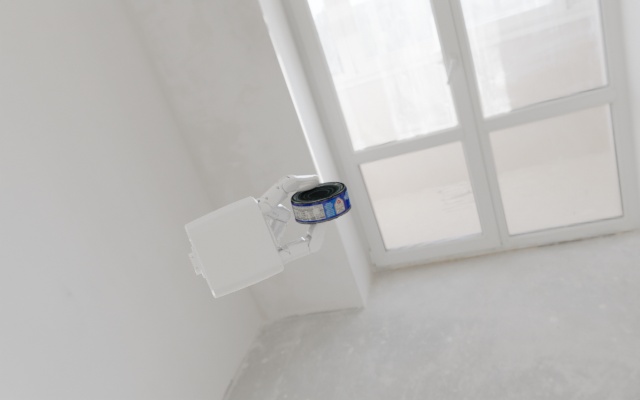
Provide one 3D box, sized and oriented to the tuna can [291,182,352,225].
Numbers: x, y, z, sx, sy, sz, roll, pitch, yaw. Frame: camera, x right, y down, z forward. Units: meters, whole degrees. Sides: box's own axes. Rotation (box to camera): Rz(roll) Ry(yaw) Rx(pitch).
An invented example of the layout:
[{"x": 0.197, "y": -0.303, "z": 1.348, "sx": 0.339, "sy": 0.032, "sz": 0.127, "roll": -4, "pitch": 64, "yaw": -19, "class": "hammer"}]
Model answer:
[{"x": 0.000, "y": 0.002, "z": 0.698, "sx": 0.086, "sy": 0.034, "sz": 0.086, "roll": -13, "pitch": 18, "yaw": 4, "class": "tuna can"}]
